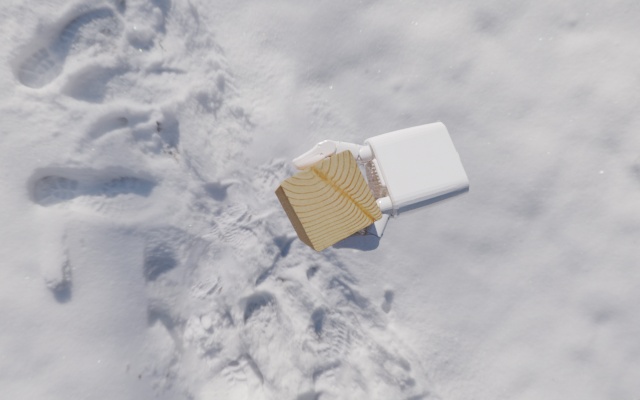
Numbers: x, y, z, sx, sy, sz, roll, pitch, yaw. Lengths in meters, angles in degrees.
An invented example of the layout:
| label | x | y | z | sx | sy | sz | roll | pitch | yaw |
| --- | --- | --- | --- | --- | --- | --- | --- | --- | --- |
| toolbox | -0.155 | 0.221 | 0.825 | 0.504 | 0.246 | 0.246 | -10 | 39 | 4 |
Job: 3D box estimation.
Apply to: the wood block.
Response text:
| label | x | y | z | sx | sy | sz | roll | pitch | yaw |
| --- | --- | --- | --- | --- | --- | --- | --- | --- | --- |
| wood block | 0.000 | 0.002 | 0.636 | 0.090 | 0.091 | 0.206 | -27 | 2 | -7 |
